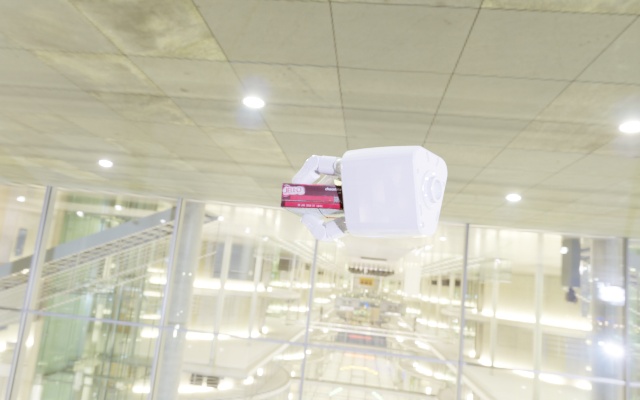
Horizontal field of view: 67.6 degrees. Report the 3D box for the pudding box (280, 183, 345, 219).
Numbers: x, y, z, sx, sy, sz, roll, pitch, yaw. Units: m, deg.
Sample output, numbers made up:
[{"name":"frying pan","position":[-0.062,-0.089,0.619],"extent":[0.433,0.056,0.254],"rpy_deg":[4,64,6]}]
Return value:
[{"name":"pudding box","position":[0.000,0.002,0.687],"extent":[0.090,0.039,0.113],"rpy_deg":[4,-10,12]}]
